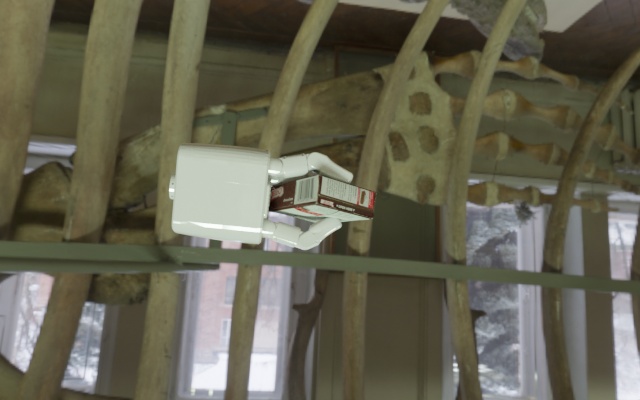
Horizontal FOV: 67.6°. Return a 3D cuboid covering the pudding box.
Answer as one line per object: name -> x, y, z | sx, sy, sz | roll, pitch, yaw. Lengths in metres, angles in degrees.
pudding box -> 0.000, 0.002, 0.604 | 0.090, 0.039, 0.113 | 14, -12, -33
